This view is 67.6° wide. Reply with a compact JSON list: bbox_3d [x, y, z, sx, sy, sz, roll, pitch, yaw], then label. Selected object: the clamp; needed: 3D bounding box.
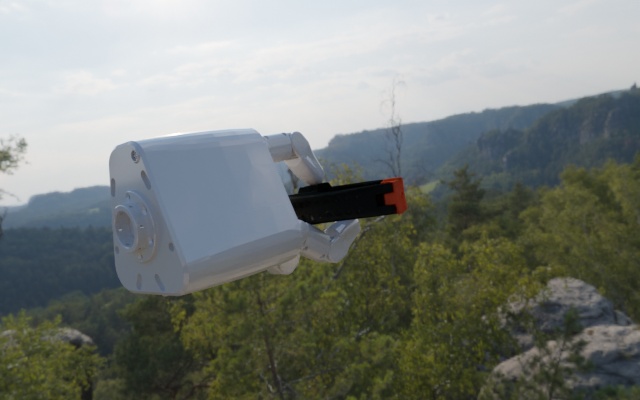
[{"bbox_3d":[0.000,0.001,0.460,0.210,0.036,0.164,-7,6,41],"label":"clamp"}]
